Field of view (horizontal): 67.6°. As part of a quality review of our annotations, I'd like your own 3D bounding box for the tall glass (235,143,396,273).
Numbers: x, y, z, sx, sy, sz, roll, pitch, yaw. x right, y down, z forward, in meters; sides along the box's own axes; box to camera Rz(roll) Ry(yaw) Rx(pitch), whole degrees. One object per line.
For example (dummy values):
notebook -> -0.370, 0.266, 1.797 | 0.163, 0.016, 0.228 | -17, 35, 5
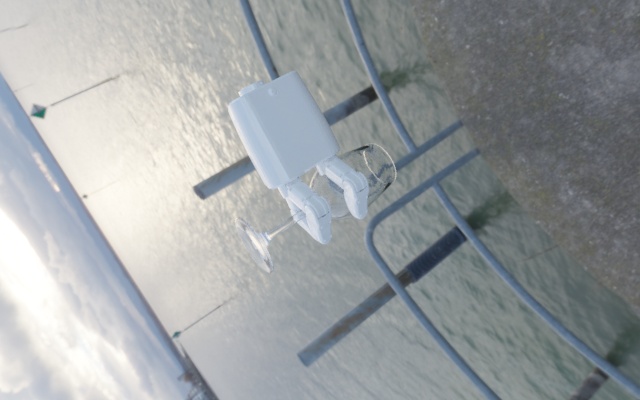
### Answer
tall glass -> 0.000, 0.002, 0.584 | 0.201, 0.079, 0.079 | -33, 14, -23
